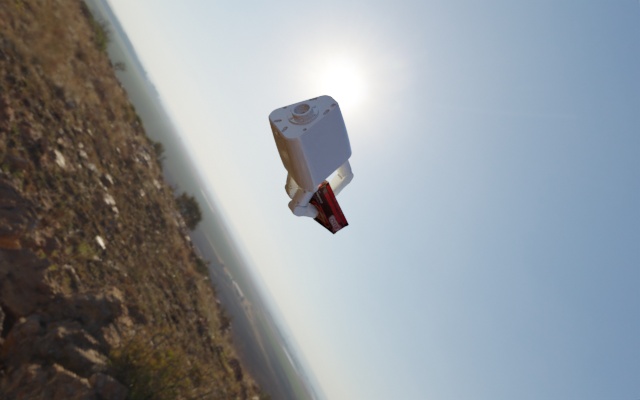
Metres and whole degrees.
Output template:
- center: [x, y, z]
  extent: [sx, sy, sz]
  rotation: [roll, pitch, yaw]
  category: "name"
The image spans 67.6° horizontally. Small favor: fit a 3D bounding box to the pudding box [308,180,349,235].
- center: [0.000, 0.003, 0.854]
  extent: [0.039, 0.090, 0.113]
  rotation: [-28, 19, -10]
  category: "pudding box"
